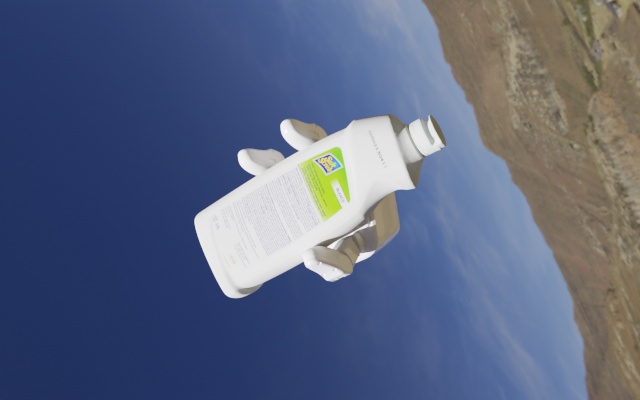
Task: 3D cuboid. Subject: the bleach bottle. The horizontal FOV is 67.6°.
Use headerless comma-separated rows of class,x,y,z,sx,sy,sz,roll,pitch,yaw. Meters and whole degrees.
bleach bottle,0.000,0.001,0.447,0.251,0.102,0.068,-27,-4,25
